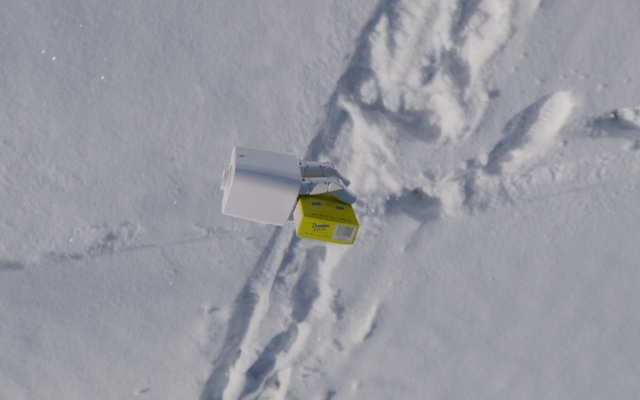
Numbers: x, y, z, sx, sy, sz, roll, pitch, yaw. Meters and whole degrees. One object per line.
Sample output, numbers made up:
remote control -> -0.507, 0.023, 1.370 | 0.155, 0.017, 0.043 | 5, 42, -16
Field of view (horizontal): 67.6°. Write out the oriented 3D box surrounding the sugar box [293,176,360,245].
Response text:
sugar box -> 0.000, 0.002, 0.794 | 0.093, 0.048, 0.176 | 11, 30, -16
